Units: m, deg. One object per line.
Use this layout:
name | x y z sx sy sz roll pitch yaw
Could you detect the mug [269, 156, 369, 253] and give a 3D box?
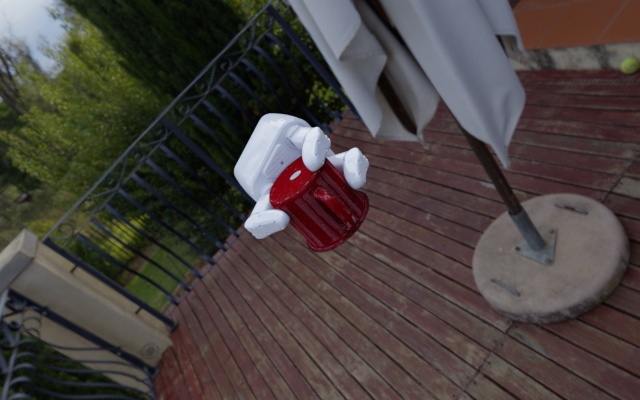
mug | 0.000 0.002 0.536 0.081 0.093 0.117 46 -6 -27
